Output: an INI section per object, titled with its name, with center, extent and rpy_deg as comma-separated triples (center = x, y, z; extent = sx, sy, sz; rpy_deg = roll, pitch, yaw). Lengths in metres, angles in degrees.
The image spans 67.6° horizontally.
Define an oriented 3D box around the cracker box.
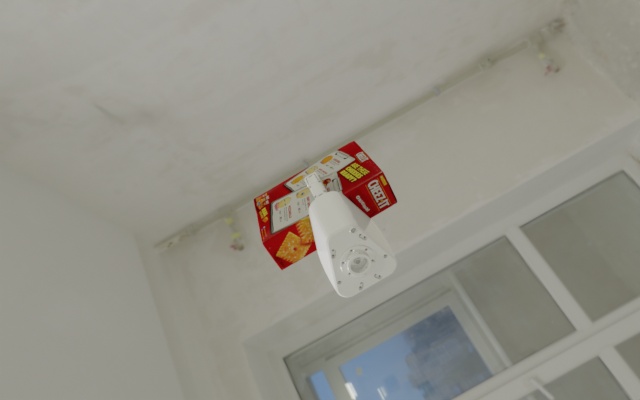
[cracker box]
center = 0.000, 0.003, 0.801
extent = 0.214, 0.072, 0.164
rpy_deg = -30, 27, 2
